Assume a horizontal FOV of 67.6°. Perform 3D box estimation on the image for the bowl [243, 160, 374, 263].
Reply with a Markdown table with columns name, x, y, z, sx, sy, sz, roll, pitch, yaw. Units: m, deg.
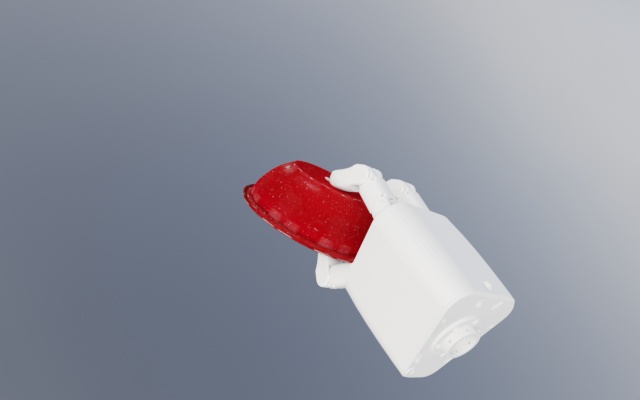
| name | x | y | z | sx | sy | sz | roll | pitch | yaw |
| --- | --- | --- | --- | --- | --- | --- | --- | --- | --- |
| bowl | -0.001 | 0.001 | 0.521 | 0.162 | 0.055 | 0.162 | 26 | 13 | -7 |
